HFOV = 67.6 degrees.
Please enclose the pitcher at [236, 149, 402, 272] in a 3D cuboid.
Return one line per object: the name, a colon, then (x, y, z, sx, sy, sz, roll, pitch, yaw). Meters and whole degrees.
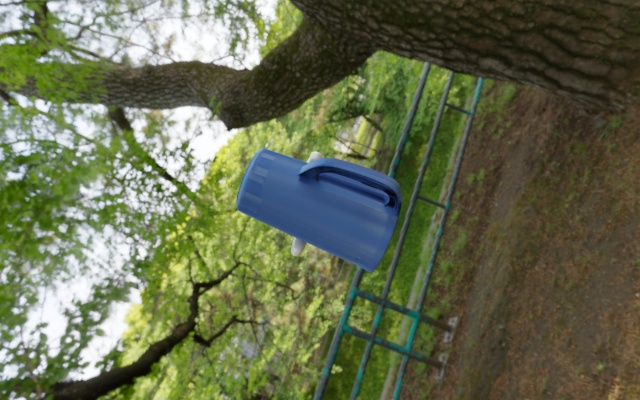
pitcher: (0.000, 0.002, 0.747, 0.243, 0.149, 0.145, 22, 3, -1)
